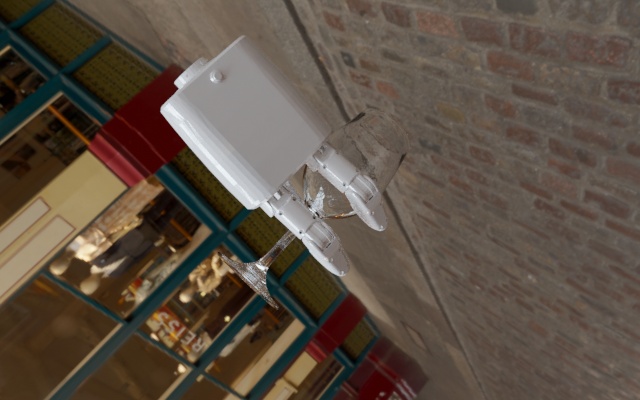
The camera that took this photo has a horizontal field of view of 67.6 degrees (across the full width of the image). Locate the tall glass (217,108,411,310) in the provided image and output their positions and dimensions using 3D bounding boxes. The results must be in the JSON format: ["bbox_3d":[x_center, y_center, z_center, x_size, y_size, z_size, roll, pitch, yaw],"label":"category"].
[{"bbox_3d":[0.000,0.002,0.450,0.079,0.201,0.079,39,-15,13],"label":"tall glass"}]
